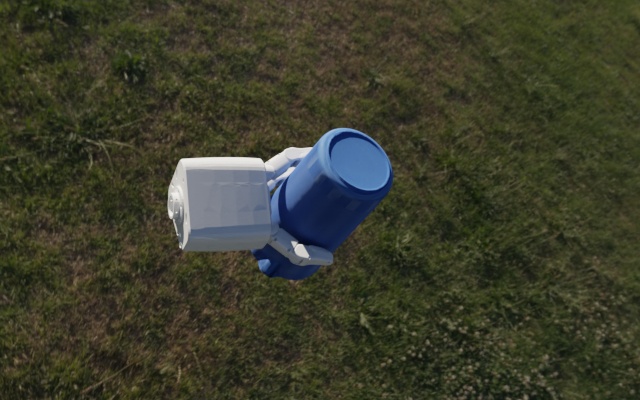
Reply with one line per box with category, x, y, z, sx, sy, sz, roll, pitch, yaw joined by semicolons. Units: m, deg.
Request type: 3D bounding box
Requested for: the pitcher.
pitcher;0.000;0.002;0.682;0.145;0.149;0.243;1;-29;-29
